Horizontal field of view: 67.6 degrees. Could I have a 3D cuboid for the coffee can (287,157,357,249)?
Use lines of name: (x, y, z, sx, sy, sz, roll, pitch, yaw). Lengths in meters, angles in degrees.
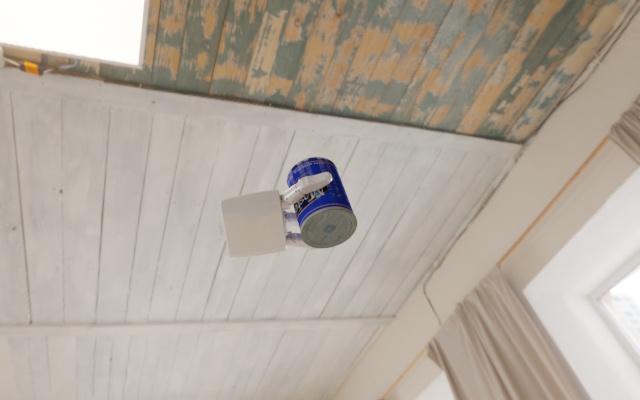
coffee can: (0.000, 0.003, 0.883, 0.103, 0.103, 0.140, 0, 44, -18)
